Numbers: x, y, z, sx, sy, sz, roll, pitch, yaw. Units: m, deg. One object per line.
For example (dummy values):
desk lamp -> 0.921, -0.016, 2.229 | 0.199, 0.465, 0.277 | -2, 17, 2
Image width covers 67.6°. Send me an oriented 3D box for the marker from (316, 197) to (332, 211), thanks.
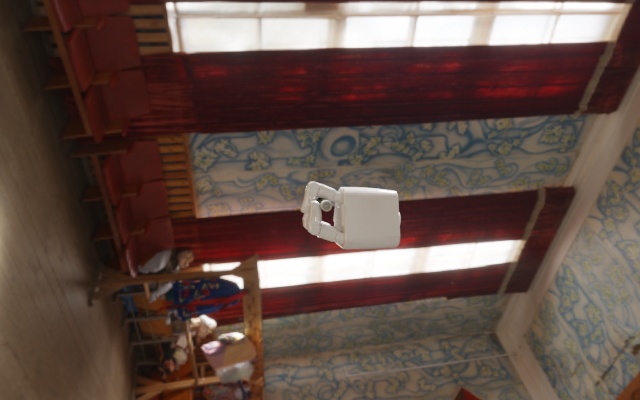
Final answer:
marker -> 0.000, 0.003, 0.886 | 0.020, 0.020, 0.121 | 0, 7, -11
